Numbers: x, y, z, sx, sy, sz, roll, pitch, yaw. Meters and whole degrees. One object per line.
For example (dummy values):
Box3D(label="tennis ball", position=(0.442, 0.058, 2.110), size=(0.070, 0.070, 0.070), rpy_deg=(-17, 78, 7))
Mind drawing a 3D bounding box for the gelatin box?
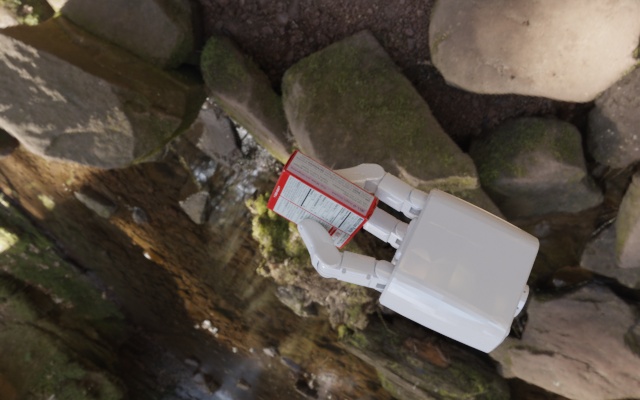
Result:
Box3D(label="gelatin box", position=(0.000, 0.002, 0.449), size=(0.089, 0.030, 0.073), rpy_deg=(30, -33, -2))
